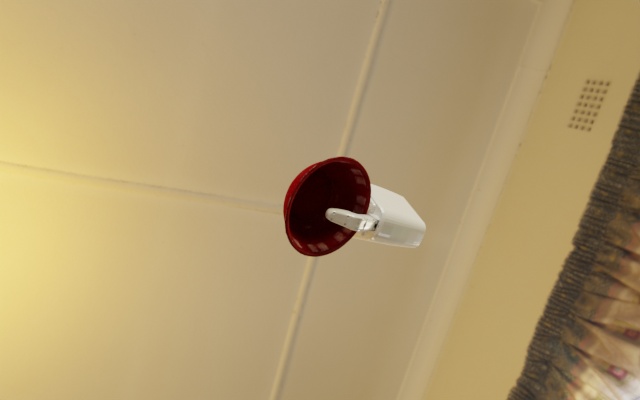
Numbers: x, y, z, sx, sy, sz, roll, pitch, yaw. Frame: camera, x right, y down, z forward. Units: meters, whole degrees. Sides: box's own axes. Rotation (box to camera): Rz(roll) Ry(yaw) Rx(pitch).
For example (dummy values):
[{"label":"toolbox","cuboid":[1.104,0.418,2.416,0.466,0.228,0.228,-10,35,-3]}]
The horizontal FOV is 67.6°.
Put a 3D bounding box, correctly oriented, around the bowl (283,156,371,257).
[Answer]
[{"label":"bowl","cuboid":[-0.001,0.002,0.727,0.162,0.162,0.055,0,22,-41]}]
